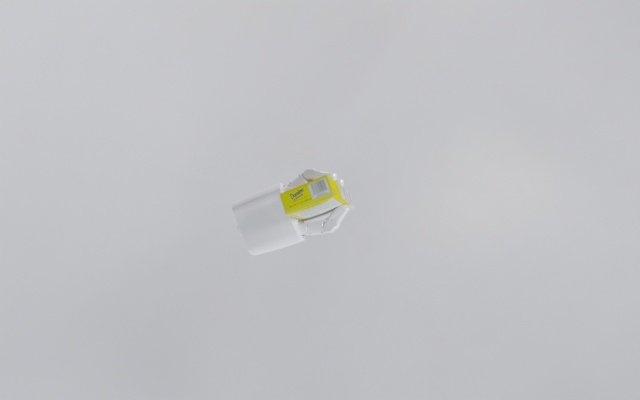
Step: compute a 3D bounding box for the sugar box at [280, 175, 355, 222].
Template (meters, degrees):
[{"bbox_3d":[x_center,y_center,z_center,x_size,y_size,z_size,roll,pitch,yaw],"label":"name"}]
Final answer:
[{"bbox_3d":[0.000,0.002,0.887,0.093,0.048,0.176,-21,-11,11],"label":"sugar box"}]
